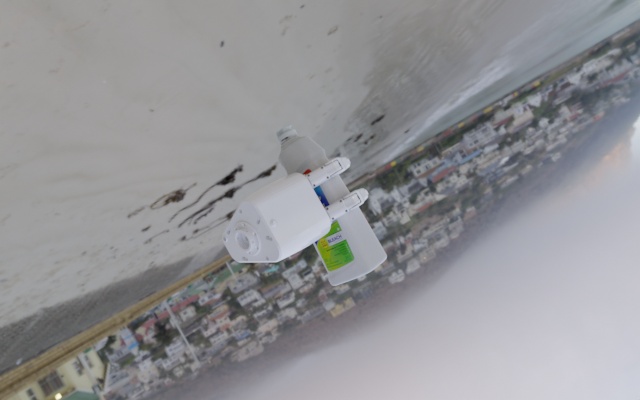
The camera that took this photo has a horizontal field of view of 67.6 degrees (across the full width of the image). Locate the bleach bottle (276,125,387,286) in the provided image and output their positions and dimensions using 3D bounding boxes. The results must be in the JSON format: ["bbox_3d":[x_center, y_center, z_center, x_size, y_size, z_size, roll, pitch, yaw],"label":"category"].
[{"bbox_3d":[0.000,0.002,0.741,0.102,0.251,0.068,-30,-1,44],"label":"bleach bottle"}]
